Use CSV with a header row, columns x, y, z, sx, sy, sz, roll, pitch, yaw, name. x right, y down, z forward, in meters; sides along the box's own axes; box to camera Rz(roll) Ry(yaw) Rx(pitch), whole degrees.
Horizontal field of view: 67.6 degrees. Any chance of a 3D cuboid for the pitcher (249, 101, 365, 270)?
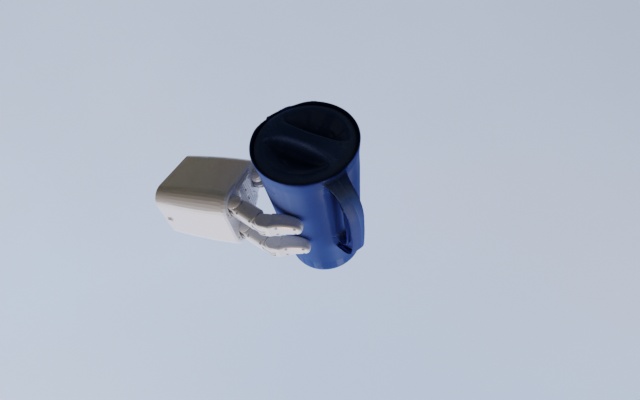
x,y,z,sx,sy,sz,roll,pitch,yaw,name
0.000,0.002,0.647,0.145,0.149,0.243,5,-34,13,pitcher
